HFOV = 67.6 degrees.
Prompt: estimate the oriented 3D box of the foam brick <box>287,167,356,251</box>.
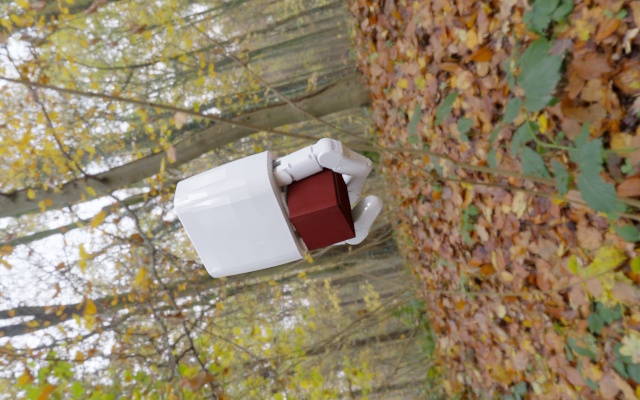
[{"bbox_3d":[0.000,0.002,0.480,0.051,0.078,0.053,-18,-47,10],"label":"foam brick"}]
